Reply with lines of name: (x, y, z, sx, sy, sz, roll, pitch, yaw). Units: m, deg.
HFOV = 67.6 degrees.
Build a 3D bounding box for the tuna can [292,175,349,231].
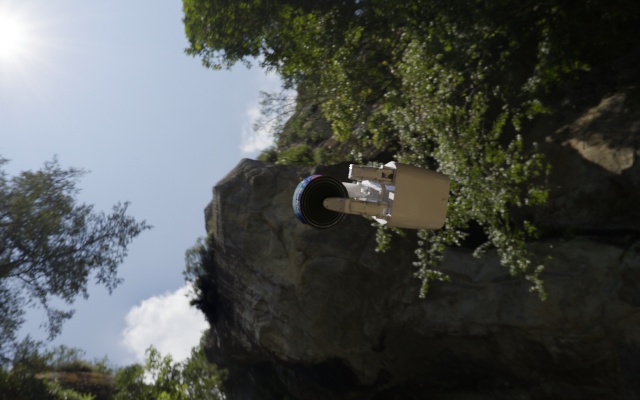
tuna can: (0.000, 0.002, 0.746, 0.086, 0.086, 0.034, 0, 6, -26)
